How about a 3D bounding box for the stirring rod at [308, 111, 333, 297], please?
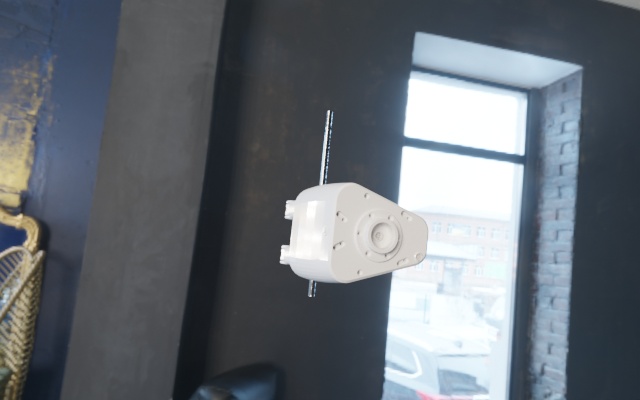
[{"bbox_3d":[0.000,0.002,0.617,0.011,0.239,0.011,6,-6,1],"label":"stirring rod"}]
